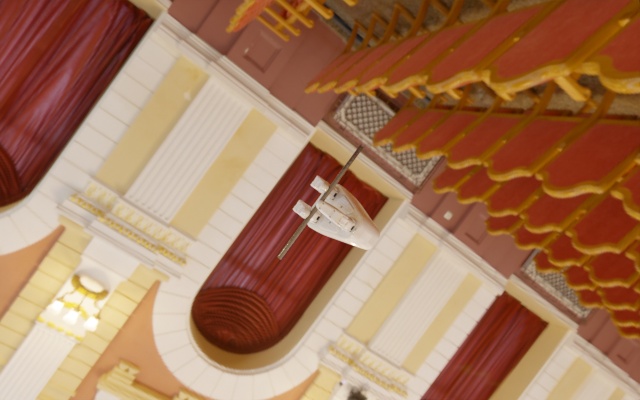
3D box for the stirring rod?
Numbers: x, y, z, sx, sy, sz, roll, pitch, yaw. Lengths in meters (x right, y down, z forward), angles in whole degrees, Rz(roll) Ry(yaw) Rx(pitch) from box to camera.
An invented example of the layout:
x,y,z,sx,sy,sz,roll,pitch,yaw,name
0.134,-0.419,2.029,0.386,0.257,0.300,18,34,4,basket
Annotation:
x,y,z,sx,sy,sz,roll,pitch,yaw,name
0.000,0.003,0.819,0.011,0.239,0.011,36,2,-1,stirring rod
